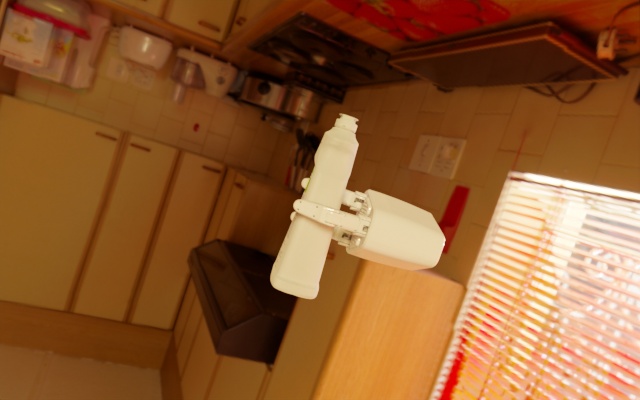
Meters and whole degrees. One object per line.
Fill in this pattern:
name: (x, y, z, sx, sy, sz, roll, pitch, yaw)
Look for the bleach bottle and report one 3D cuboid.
bleach bottle: (0.000, 0.002, 0.668, 0.068, 0.251, 0.102, 18, 4, -7)
